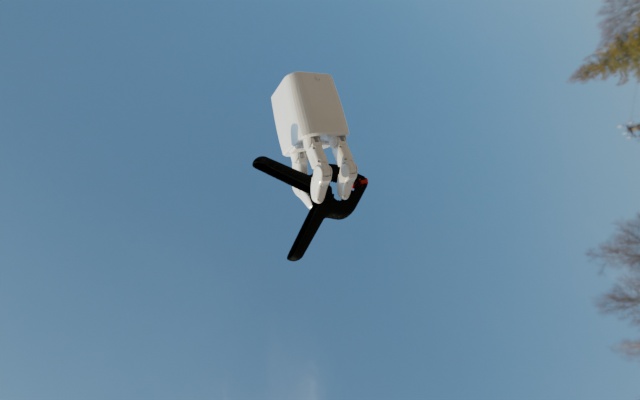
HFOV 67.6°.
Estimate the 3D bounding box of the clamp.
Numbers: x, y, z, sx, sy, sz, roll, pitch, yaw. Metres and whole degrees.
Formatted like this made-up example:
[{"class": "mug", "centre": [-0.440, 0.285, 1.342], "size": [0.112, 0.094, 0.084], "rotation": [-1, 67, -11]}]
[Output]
[{"class": "clamp", "centre": [0.000, 0.002, 0.765], "size": [0.210, 0.164, 0.036], "rotation": [-8, -10, -39]}]
